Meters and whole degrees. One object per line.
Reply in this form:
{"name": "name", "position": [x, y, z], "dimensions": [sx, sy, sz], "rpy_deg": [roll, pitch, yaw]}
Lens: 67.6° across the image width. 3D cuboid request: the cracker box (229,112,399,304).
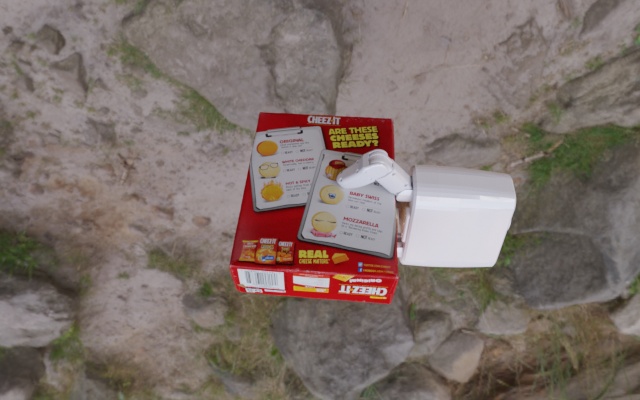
{"name": "cracker box", "position": [0.000, 0.002, 0.535], "dimensions": [0.164, 0.213, 0.072], "rpy_deg": [3, -37, 1]}
